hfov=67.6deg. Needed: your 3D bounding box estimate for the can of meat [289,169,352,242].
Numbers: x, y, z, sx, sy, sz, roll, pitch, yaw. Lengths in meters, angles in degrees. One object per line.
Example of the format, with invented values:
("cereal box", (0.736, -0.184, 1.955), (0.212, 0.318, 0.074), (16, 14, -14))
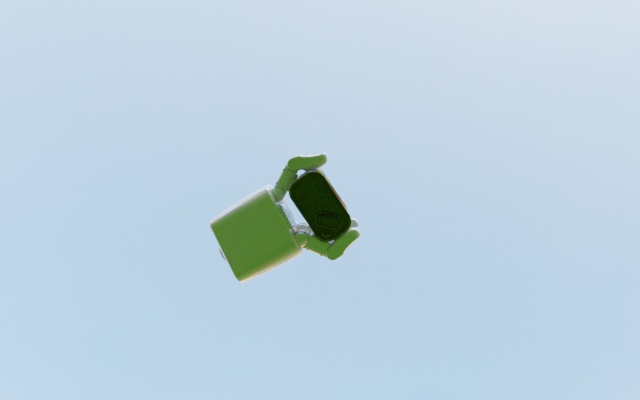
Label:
("can of meat", (0.000, 0.002, 0.713), (0.057, 0.102, 0.084), (-33, 8, 6))
